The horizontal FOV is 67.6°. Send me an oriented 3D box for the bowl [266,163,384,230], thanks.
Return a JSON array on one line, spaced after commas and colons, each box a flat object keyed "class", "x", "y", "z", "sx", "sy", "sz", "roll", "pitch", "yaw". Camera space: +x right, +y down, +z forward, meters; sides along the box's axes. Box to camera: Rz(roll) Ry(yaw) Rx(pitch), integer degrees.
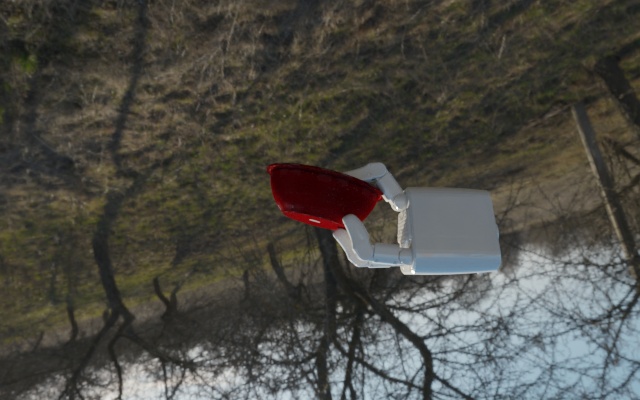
[{"class": "bowl", "x": -0.001, "y": 0.002, "z": 0.633, "sx": 0.162, "sy": 0.055, "sz": 0.162, "roll": 14, "pitch": -10, "yaw": 2}]
